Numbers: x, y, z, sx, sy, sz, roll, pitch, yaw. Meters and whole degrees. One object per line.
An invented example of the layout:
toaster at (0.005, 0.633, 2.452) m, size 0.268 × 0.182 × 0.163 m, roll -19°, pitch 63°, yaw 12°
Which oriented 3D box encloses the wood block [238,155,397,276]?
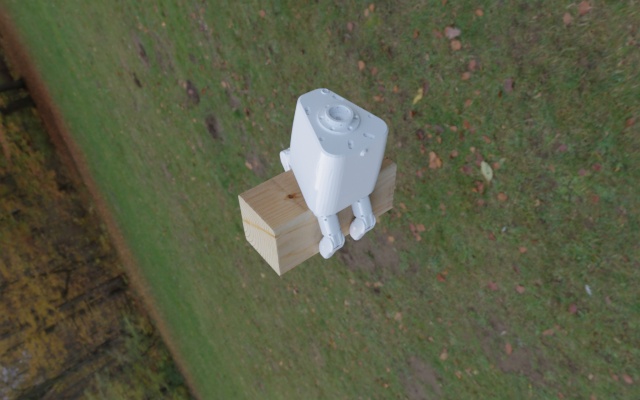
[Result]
wood block at (0.000, 0.002, 0.676) m, size 0.206 × 0.090 × 0.090 m, roll -28°, pitch 49°, yaw -26°
